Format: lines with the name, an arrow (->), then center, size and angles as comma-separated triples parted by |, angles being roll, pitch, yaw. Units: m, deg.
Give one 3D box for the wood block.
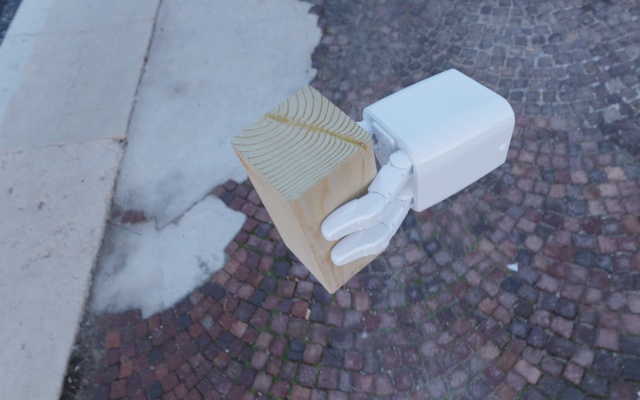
wood block -> 0.000, 0.001, 0.480 | 0.090, 0.090, 0.206 | -38, -31, -12
